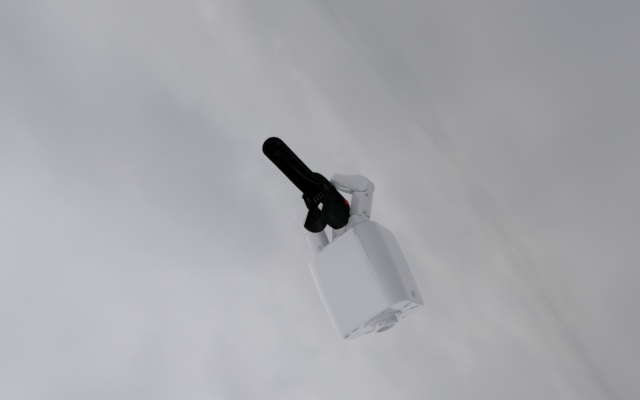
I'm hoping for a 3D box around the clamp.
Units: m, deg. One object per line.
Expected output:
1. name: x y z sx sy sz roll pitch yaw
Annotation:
1. clamp: 0.000 0.002 0.561 0.039 0.120 0.171 -31 -29 17
